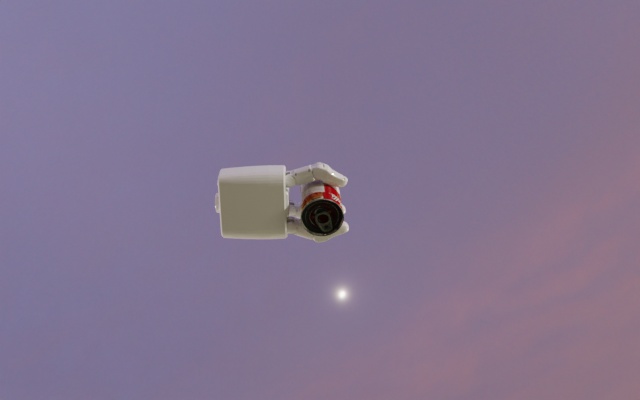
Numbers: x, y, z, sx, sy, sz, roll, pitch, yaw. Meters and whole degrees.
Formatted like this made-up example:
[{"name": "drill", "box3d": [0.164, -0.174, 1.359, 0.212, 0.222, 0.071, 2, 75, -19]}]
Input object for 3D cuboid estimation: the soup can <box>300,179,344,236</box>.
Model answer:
[{"name": "soup can", "box3d": [0.001, 0.002, 0.779, 0.068, 0.068, 0.102, 0, 30, -3]}]
